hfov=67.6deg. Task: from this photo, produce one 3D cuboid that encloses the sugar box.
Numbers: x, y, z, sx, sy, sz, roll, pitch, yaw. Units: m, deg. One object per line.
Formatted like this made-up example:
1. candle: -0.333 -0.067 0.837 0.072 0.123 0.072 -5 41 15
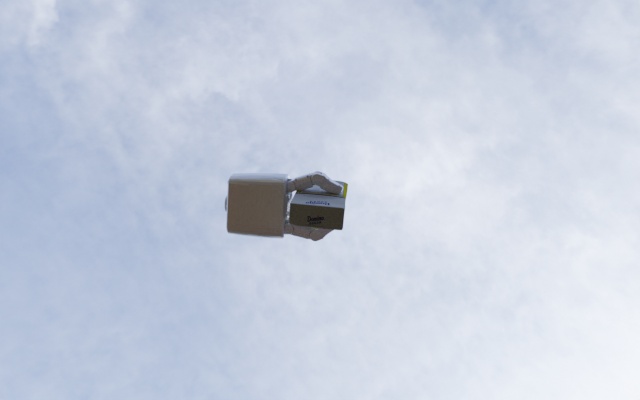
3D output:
1. sugar box: 0.000 0.003 0.867 0.093 0.048 0.176 6 19 4
